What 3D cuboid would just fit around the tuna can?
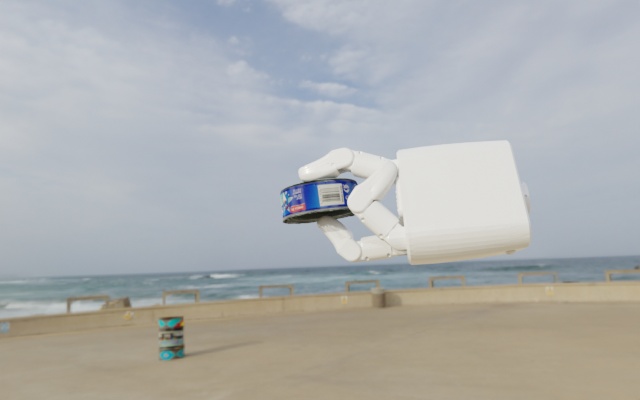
[{"bbox_3d":[0.000,0.001,0.511,0.086,0.033,0.086,-7,-9,-1],"label":"tuna can"}]
